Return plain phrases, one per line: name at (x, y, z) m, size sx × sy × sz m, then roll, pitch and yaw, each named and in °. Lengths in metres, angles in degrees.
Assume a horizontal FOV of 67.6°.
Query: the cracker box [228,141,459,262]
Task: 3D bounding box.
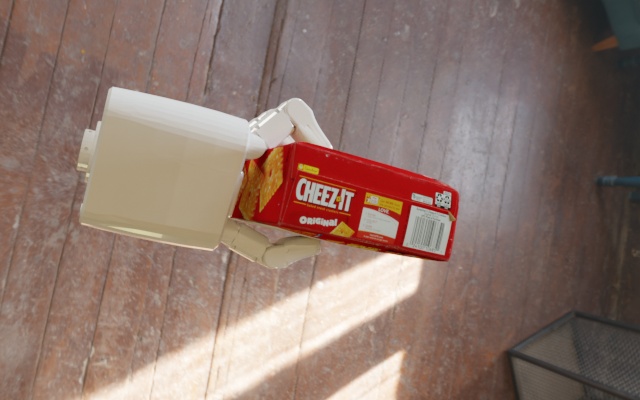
cracker box at (0.000, 0.002, 0.467) m, size 0.164 × 0.072 × 0.213 m, roll 14°, pitch -5°, yaw -25°
